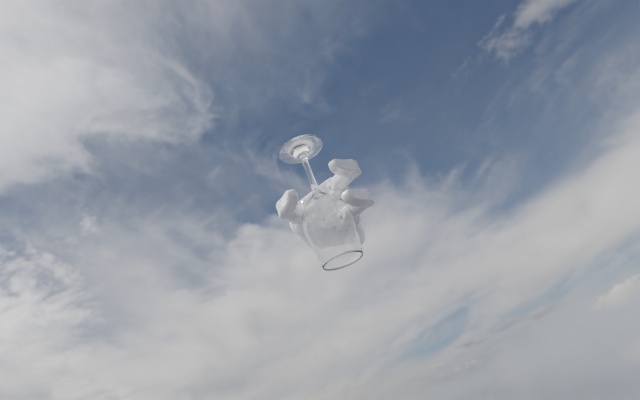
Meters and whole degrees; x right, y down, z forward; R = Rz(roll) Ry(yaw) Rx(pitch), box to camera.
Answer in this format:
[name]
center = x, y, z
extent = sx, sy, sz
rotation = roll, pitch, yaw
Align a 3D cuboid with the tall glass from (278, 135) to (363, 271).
[tall glass]
center = 0.000, 0.002, 0.720
extent = 0.079, 0.201, 0.079
rotation = -17, -26, -8
